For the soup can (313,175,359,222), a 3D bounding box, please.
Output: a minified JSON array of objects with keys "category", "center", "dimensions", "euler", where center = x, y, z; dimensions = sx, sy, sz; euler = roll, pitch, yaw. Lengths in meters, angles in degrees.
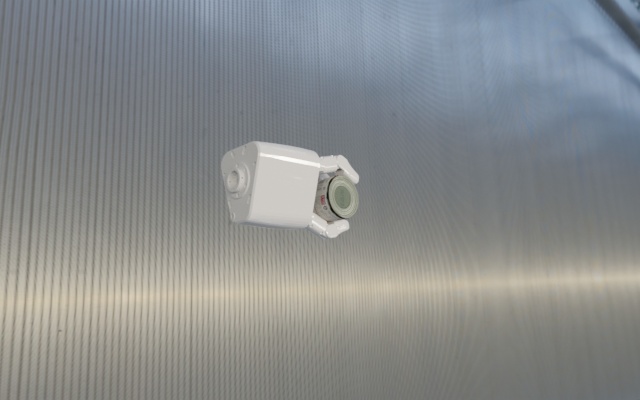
[{"category":"soup can","center":[0.001,0.003,0.744],"dimensions":[0.068,0.068,0.102],"euler":[0,-10,-44]}]
